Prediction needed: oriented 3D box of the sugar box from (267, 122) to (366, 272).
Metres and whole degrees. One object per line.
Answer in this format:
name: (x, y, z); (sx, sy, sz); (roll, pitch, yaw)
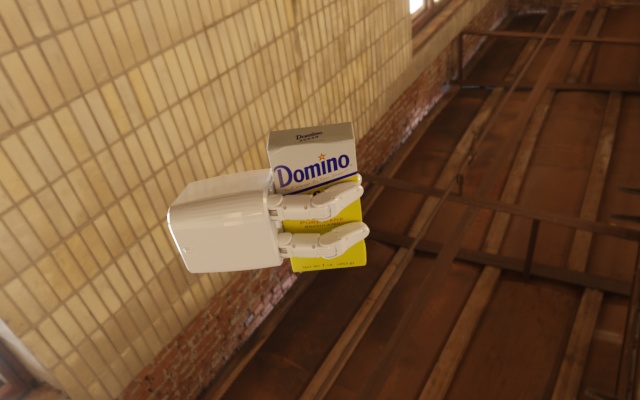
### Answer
sugar box: (0.000, 0.002, 0.547); (0.093, 0.176, 0.048); (-7, 37, 4)
